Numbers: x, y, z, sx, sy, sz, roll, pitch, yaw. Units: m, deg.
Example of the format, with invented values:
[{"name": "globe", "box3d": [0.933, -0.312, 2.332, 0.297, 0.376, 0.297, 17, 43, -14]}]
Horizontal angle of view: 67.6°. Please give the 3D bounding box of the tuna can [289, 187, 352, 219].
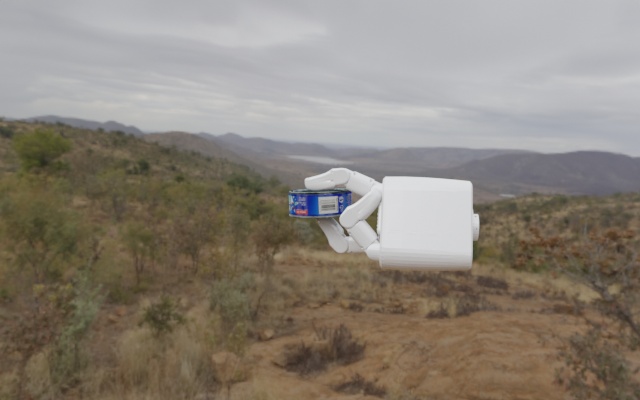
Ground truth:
[{"name": "tuna can", "box3d": [0.000, 0.002, 0.640, 0.086, 0.034, 0.086, -2, 6, 0]}]
